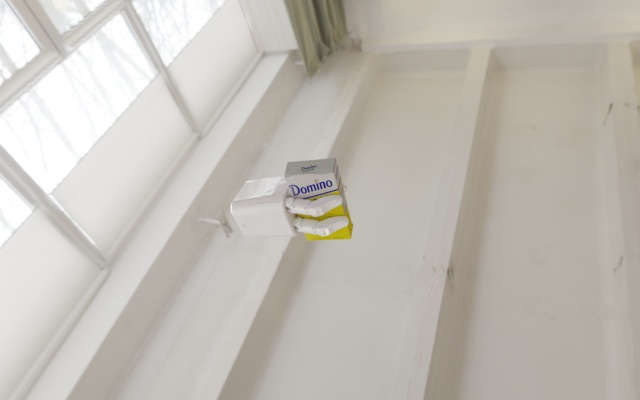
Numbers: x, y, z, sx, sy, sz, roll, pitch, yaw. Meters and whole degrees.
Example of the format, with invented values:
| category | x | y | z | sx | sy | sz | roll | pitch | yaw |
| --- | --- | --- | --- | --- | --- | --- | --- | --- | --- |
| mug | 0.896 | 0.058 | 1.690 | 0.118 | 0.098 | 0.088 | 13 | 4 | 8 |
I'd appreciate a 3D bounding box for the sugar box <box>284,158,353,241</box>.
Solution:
| category | x | y | z | sx | sy | sz | roll | pitch | yaw |
| --- | --- | --- | --- | --- | --- | --- | --- | --- | --- |
| sugar box | 0.000 | 0.003 | 0.891 | 0.093 | 0.048 | 0.176 | -4 | -44 | 15 |
